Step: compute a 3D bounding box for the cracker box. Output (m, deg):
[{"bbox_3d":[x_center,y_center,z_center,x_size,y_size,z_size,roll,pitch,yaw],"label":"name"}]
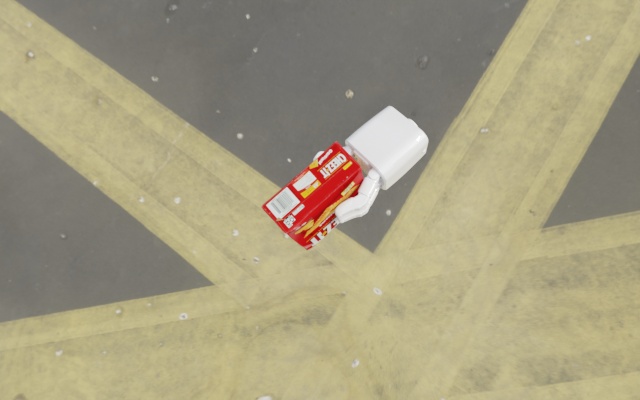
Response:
[{"bbox_3d":[0.000,0.003,0.857,0.164,0.072,0.214,-42,-15,-3],"label":"cracker box"}]
